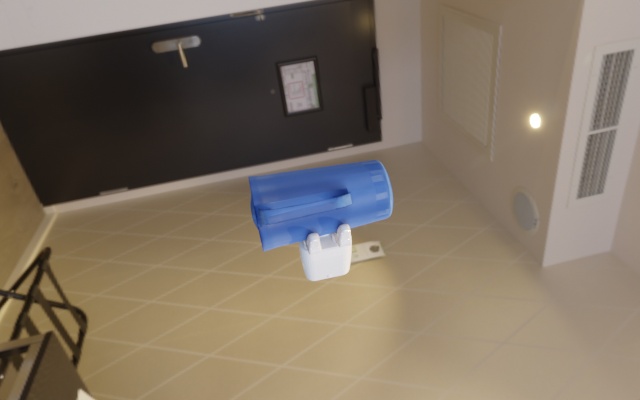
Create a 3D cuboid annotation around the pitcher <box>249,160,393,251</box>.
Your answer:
[{"bbox_3d":[0.000,0.003,0.835,0.243,0.149,0.145,-12,-42,-6],"label":"pitcher"}]
